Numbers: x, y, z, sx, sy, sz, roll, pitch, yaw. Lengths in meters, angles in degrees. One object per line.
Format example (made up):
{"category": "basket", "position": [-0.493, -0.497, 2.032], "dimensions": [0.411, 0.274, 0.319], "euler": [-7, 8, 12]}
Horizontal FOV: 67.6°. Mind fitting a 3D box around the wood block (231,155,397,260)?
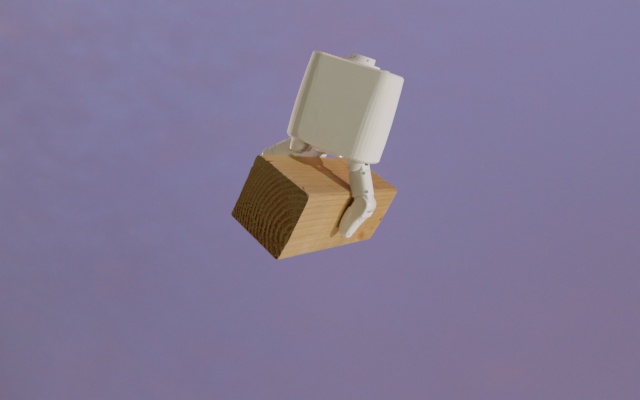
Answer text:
{"category": "wood block", "position": [0.001, 0.002, 0.621], "dimensions": [0.090, 0.090, 0.206], "euler": [40, 25, 28]}
